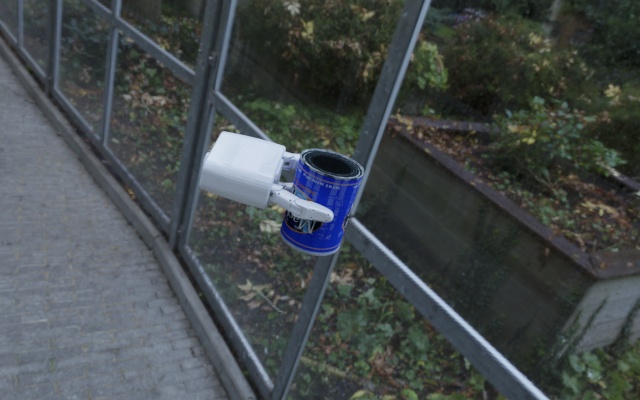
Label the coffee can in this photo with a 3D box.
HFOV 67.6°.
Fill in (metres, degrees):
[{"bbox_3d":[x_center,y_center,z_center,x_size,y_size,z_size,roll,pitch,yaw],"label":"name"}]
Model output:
[{"bbox_3d":[0.000,0.003,0.760,0.103,0.140,0.102,14,26,-7],"label":"coffee can"}]
